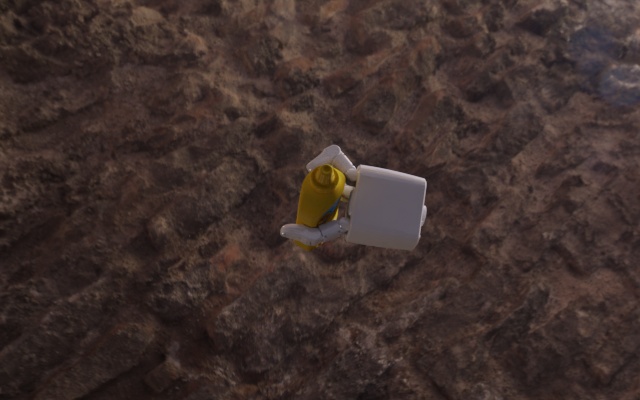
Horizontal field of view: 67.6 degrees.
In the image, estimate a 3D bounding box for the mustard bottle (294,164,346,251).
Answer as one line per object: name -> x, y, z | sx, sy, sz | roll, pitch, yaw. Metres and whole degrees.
mustard bottle -> 0.000, 0.002, 0.729 | 0.058, 0.096, 0.192 | 32, -26, 10
